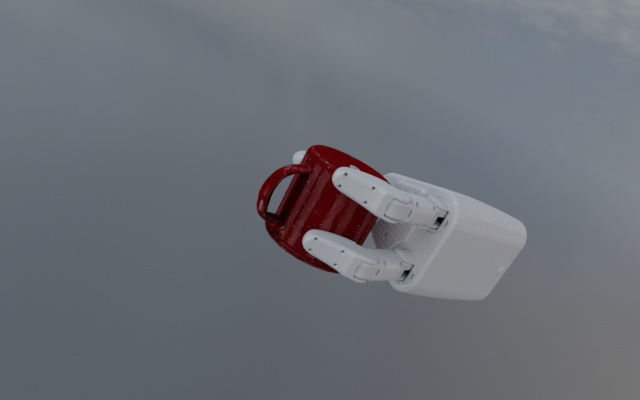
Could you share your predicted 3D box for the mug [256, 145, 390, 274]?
[{"bbox_3d":[-0.001,0.001,0.412,0.117,0.081,0.093,15,21,-34],"label":"mug"}]
